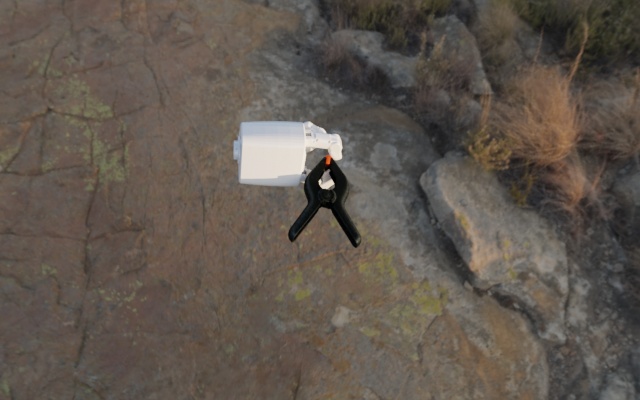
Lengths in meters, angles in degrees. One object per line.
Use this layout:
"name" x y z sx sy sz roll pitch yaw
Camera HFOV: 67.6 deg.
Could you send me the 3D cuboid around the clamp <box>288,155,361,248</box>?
"clamp" 0.000 0.002 0.813 0.120 0.171 0.039 0 -29 -15
